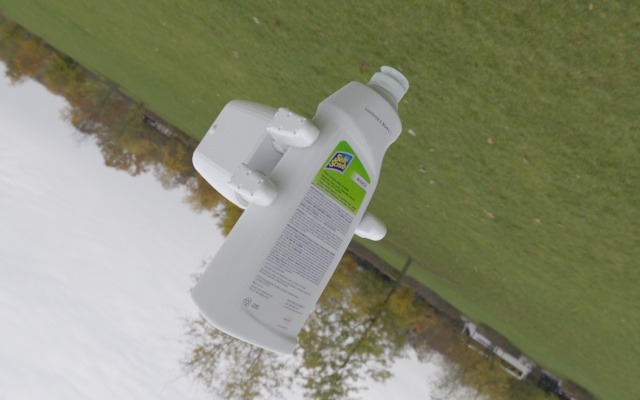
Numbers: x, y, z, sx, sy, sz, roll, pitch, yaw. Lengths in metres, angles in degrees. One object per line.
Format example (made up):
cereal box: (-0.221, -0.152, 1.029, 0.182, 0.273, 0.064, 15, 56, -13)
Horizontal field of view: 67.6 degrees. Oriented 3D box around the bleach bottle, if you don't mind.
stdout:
bleach bottle: (0.000, 0.001, 0.408, 0.103, 0.251, 0.068, 37, -5, -41)
